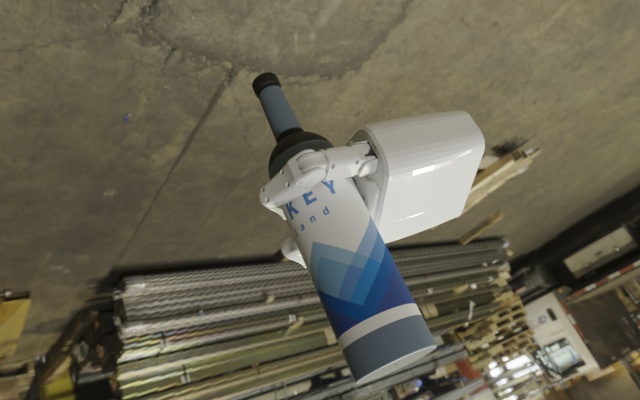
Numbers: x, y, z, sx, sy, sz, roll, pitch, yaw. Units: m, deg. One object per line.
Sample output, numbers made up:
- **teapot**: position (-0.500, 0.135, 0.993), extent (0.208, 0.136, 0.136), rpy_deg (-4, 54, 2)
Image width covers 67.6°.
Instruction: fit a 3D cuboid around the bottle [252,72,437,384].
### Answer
- **bottle**: position (0.000, 0.002, 0.415), extent (0.069, 0.295, 0.069), rpy_deg (-20, -26, -10)
